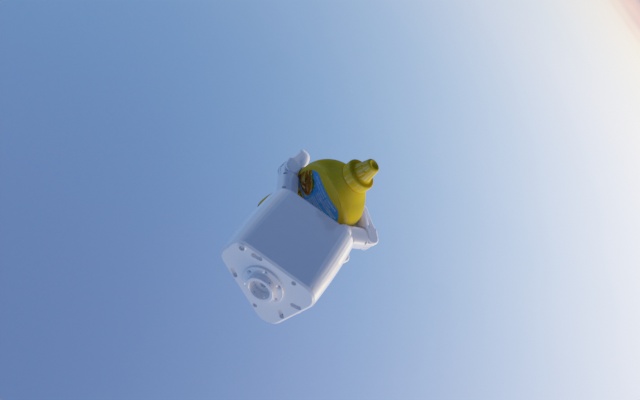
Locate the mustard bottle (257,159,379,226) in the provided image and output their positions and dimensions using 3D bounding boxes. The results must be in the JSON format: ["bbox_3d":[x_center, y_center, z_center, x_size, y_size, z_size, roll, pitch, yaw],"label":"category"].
[{"bbox_3d":[0.000,0.002,0.610,0.192,0.096,0.058,-35,-14,39],"label":"mustard bottle"}]
